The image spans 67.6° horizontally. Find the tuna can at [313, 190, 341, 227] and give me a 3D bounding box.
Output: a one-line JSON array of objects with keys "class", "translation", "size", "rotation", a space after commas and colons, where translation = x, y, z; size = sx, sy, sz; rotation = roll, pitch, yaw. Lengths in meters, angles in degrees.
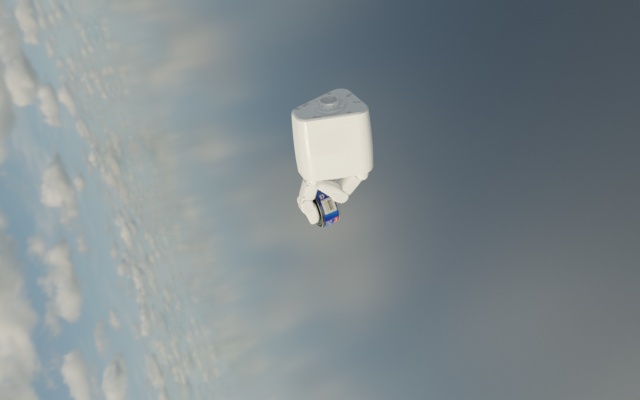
[{"class": "tuna can", "translation": [0.000, 0.003, 0.826], "size": [0.034, 0.086, 0.086], "rotation": [-23, 6, -15]}]
